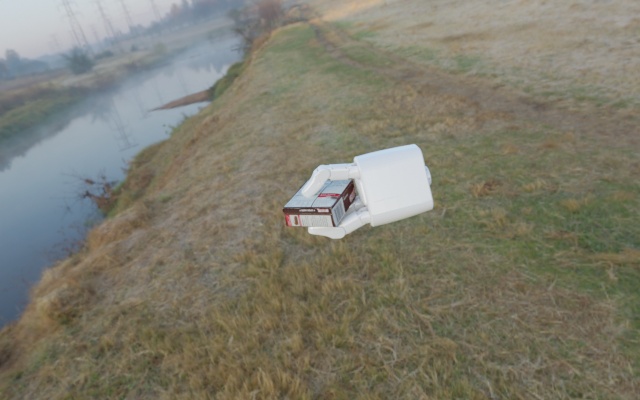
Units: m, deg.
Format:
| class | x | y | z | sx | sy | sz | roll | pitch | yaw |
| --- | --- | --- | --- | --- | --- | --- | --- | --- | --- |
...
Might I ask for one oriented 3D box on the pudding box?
| class | x | y | z | sx | sy | sz | roll | pitch | yaw |
| --- | --- | --- | --- | --- | --- | --- | --- | --- | --- |
| pudding box | 0.000 | 0.002 | 0.799 | 0.090 | 0.039 | 0.113 | -1 | 25 | 24 |
